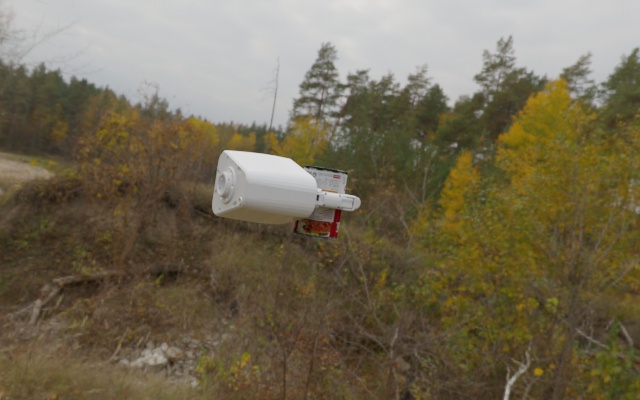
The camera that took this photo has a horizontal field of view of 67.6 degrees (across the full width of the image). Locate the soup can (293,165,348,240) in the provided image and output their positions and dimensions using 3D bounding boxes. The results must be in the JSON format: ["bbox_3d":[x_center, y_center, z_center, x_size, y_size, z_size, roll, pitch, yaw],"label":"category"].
[{"bbox_3d":[0.001,0.002,0.715,0.068,0.102,0.068,9,3,0],"label":"soup can"}]
